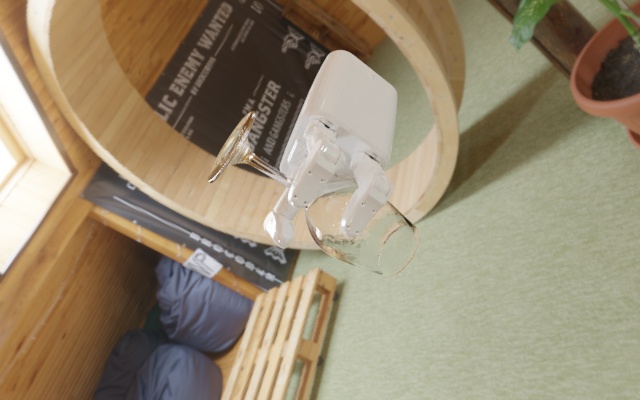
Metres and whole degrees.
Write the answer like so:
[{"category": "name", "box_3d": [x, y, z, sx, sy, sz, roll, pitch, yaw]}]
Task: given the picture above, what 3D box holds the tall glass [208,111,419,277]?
[{"category": "tall glass", "box_3d": [-0.001, 0.001, 0.453, 0.201, 0.079, 0.079, 32, -13, -20]}]
